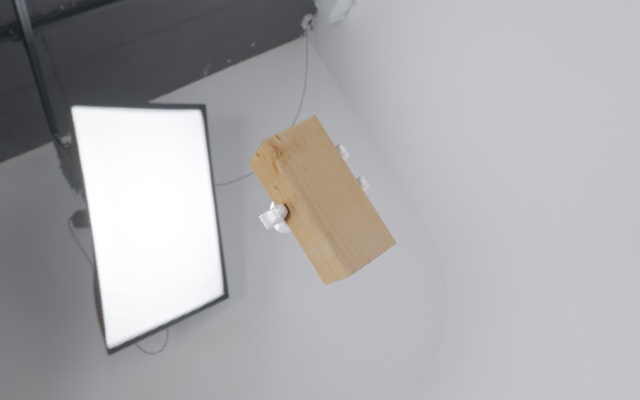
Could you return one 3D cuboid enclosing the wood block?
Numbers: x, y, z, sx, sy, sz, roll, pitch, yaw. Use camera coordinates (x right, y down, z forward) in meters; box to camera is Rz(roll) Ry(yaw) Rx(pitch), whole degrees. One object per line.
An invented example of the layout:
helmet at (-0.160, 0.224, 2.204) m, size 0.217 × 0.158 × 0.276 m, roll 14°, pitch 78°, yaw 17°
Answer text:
wood block at (0.000, 0.002, 0.663) m, size 0.091 × 0.206 × 0.090 m, roll -31°, pitch -3°, yaw -27°
